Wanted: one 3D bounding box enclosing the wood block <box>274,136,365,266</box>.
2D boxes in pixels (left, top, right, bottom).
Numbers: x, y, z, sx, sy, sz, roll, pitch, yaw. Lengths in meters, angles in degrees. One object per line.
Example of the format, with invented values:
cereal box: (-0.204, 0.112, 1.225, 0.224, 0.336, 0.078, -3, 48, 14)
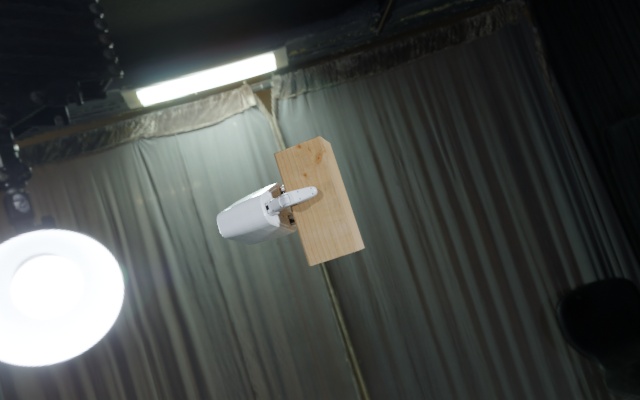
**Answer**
wood block: (0.000, 0.003, 0.851, 0.090, 0.206, 0.091, -19, -6, 13)
